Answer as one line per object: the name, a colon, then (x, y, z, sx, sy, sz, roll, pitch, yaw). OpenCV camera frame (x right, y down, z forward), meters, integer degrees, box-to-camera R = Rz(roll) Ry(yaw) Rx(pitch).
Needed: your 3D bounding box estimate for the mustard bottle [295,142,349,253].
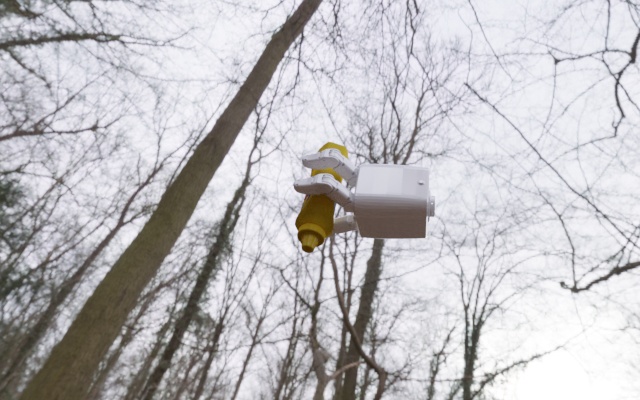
mustard bottle: (0.000, 0.002, 0.743, 0.058, 0.191, 0.096, 18, -43, -4)
